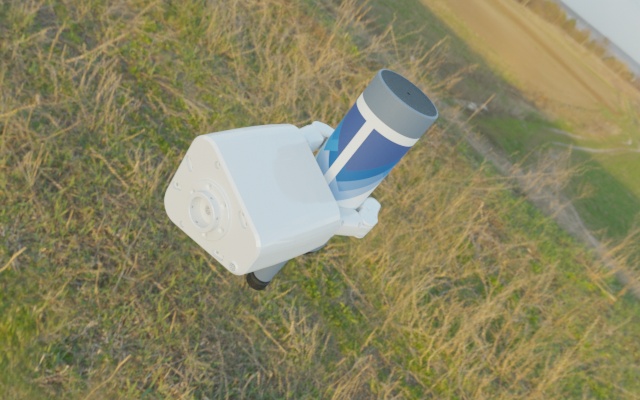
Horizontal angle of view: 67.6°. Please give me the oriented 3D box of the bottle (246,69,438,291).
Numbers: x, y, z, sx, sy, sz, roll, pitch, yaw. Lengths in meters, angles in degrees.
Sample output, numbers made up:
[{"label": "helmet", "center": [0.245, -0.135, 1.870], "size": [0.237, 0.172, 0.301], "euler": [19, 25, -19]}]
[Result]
[{"label": "bottle", "center": [0.000, 0.001, 0.500], "size": [0.069, 0.069, 0.296], "euler": [0, -41, -45]}]
